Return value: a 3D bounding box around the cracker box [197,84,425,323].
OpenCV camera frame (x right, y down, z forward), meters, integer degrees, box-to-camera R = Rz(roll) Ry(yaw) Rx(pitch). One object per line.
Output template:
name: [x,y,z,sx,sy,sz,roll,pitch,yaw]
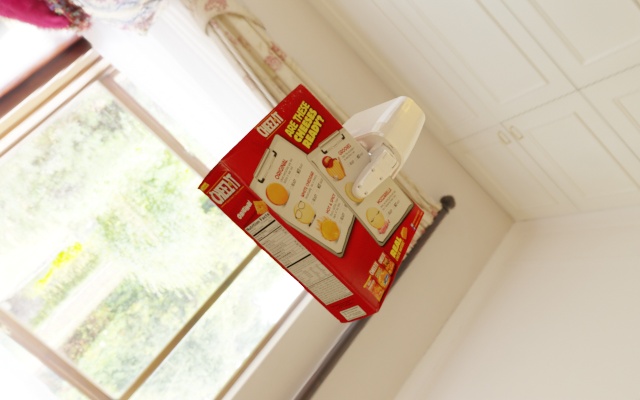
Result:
cracker box: [0.000,0.002,0.524,0.072,0.214,0.164,-36,13,46]
